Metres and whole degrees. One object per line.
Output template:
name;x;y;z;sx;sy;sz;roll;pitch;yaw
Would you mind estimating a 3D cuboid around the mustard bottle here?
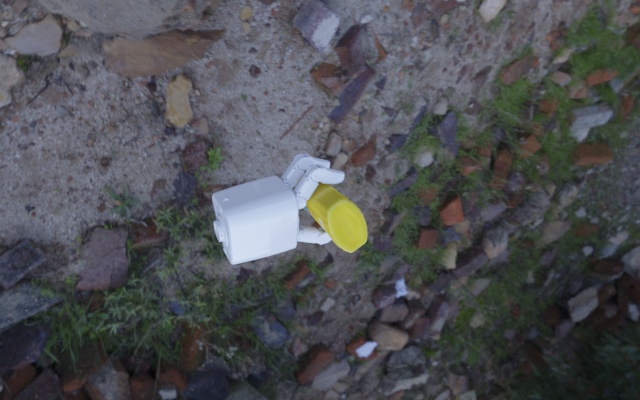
mustard bottle;0.001;0.002;0.766;0.058;0.096;0.191;-37;35;-8
